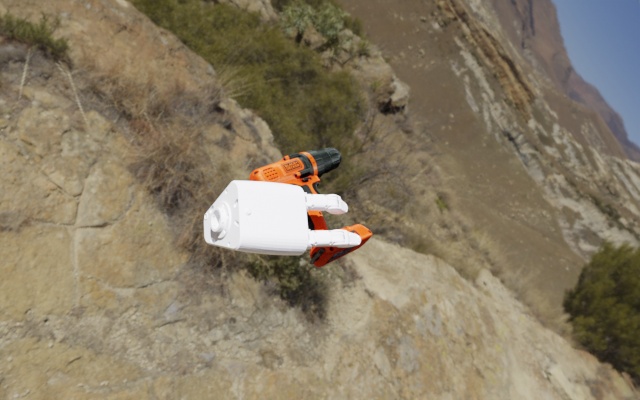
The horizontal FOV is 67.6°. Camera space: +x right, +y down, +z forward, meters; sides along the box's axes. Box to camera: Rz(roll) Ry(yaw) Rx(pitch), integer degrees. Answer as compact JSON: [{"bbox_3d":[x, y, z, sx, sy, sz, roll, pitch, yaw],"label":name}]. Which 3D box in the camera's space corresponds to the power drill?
[{"bbox_3d":[0.000,0.003,0.779,0.184,0.187,0.057,-23,-21,-35],"label":"power drill"}]
